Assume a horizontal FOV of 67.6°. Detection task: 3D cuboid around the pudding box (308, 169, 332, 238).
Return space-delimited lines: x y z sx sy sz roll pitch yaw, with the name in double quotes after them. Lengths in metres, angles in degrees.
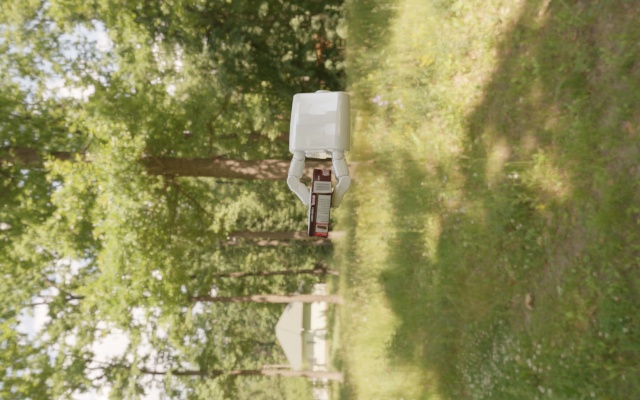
0.000 0.003 0.867 0.039 0.090 0.113 4 25 1 "pudding box"
